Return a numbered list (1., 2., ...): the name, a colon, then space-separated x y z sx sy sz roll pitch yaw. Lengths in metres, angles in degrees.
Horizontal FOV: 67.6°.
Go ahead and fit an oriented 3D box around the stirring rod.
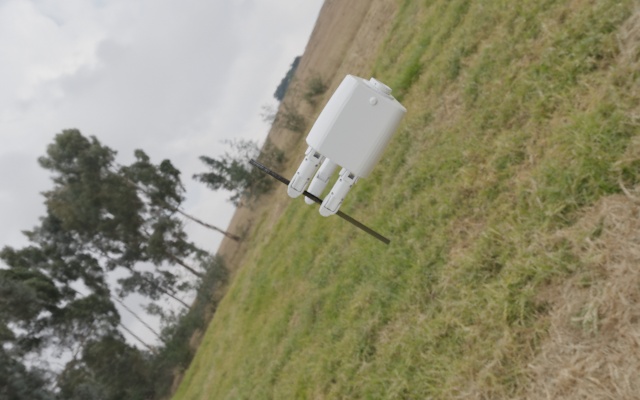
1. stirring rod: 0.000 0.002 0.711 0.239 0.011 0.011 31 -2 -4
